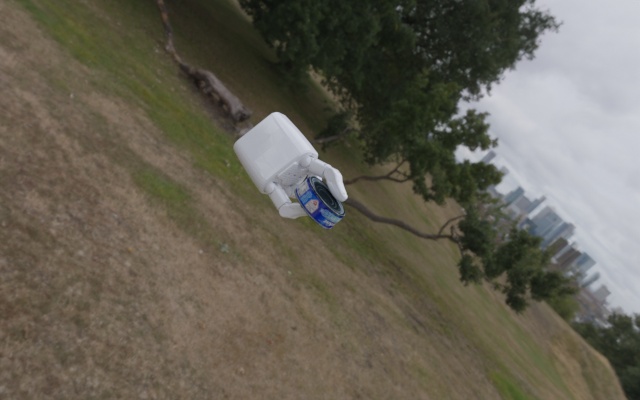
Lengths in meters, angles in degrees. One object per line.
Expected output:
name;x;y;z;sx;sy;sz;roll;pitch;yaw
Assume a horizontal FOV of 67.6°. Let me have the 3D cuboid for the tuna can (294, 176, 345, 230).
tuna can;0.001;0.002;0.760;0.034;0.086;0.086;-41;-14;16
